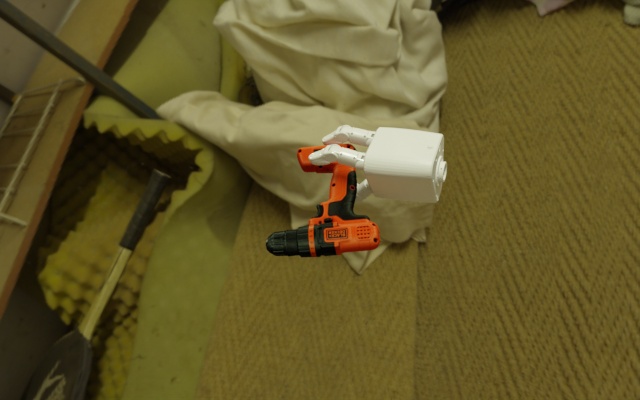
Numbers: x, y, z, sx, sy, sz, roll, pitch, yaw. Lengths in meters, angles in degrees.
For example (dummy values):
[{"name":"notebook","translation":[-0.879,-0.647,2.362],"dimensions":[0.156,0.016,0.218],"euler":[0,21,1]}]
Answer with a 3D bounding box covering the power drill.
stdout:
[{"name":"power drill","translation":[0.000,0.002,0.795],"dimensions":[0.184,0.187,0.057],"euler":[-4,-22,4]}]
